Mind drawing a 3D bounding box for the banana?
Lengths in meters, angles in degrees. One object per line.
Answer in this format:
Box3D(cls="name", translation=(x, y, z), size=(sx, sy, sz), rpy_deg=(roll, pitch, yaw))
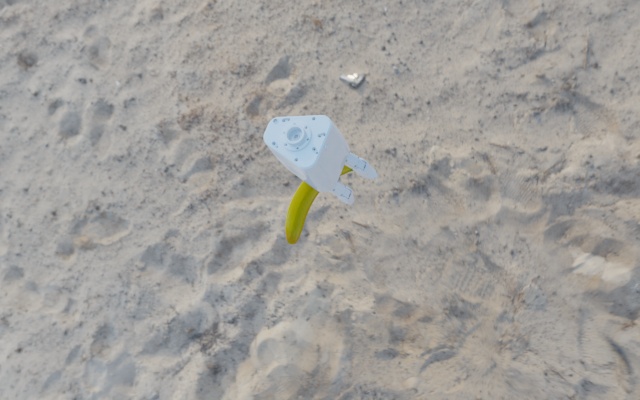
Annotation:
Box3D(cls="banana", translation=(-0.011, -0.011, 0.878), size=(0.069, 0.198, 0.037), rpy_deg=(41, -3, 22))
